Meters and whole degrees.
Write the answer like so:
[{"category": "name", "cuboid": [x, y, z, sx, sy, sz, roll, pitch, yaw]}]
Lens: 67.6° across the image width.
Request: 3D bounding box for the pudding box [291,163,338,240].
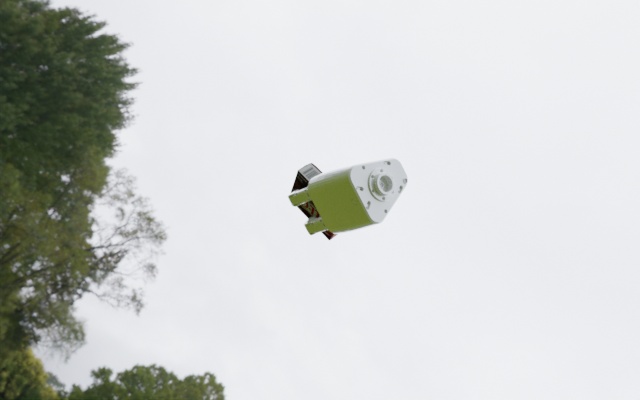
[{"category": "pudding box", "cuboid": [0.000, 0.003, 0.828, 0.039, 0.113, 0.090, -33, -18, -31]}]
